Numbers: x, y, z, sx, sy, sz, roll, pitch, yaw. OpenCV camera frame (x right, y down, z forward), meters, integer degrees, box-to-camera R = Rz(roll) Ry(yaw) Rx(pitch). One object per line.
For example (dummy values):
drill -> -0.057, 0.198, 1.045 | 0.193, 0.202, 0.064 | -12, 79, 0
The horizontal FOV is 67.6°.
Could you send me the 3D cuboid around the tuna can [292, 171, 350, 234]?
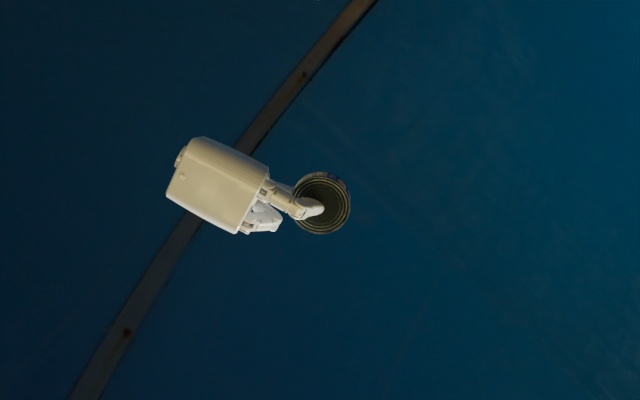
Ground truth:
tuna can -> 0.000, 0.002, 0.681 | 0.086, 0.086, 0.033 | 0, 20, 5
